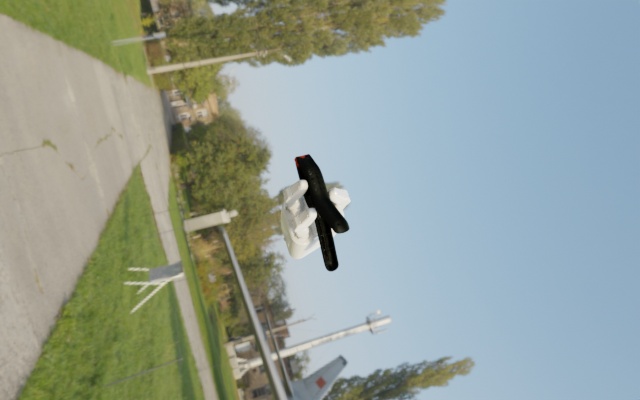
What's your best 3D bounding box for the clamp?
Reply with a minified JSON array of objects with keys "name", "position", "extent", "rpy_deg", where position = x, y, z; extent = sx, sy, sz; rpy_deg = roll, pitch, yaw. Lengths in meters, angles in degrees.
[{"name":"clamp","position":[0.001,0.002,0.818],"extent":[0.036,0.210,0.165],"rpy_deg":[-13,-21,-14]}]
